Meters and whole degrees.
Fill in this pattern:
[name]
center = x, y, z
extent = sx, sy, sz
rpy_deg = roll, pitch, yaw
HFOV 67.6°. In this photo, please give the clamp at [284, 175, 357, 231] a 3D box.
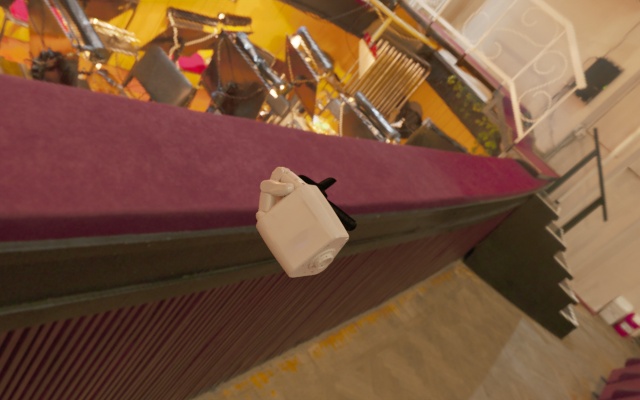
[clamp]
center = 0.000, 0.002, 0.865
extent = 0.039, 0.120, 0.171
rpy_deg = -47, -27, 26
